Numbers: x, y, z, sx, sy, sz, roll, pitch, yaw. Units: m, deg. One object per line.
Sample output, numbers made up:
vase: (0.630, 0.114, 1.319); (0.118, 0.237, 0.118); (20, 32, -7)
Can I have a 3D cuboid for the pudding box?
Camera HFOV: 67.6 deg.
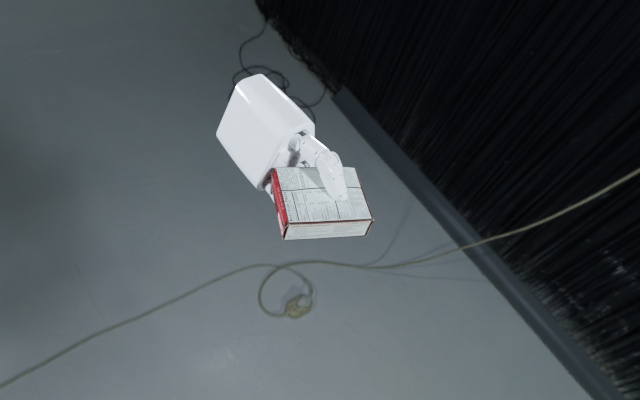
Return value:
pudding box: (0.000, 0.002, 0.595); (0.113, 0.090, 0.039); (-3, -37, -18)
